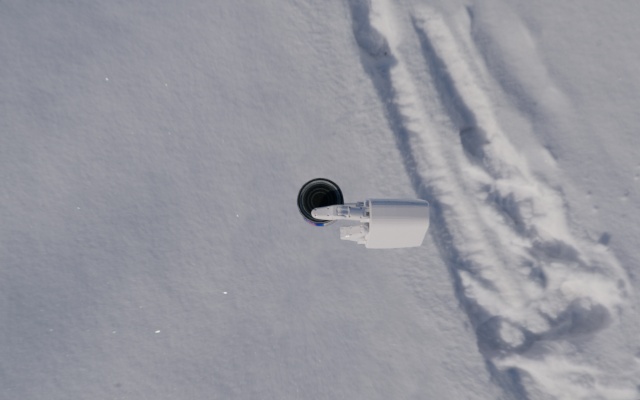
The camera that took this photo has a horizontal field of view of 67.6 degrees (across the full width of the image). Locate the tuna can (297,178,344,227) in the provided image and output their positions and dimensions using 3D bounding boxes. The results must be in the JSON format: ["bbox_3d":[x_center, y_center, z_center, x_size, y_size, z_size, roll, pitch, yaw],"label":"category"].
[{"bbox_3d":[0.000,0.003,0.865,0.086,0.086,0.034,0,-11,3],"label":"tuna can"}]
